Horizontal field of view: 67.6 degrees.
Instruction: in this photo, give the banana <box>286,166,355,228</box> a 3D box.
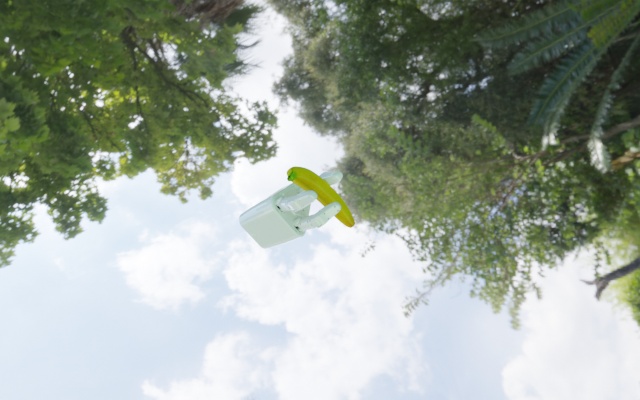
[{"bbox_3d":[-0.003,-0.013,0.895,0.037,0.069,0.198,-30,-45,27],"label":"banana"}]
